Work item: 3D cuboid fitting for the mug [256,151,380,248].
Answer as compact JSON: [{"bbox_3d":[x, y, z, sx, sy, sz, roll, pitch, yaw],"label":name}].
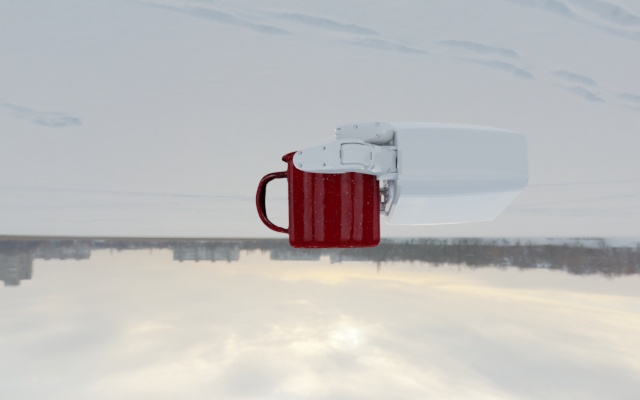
[{"bbox_3d":[-0.001,0.002,0.427,0.117,0.081,0.093,-1,-4,1],"label":"mug"}]
